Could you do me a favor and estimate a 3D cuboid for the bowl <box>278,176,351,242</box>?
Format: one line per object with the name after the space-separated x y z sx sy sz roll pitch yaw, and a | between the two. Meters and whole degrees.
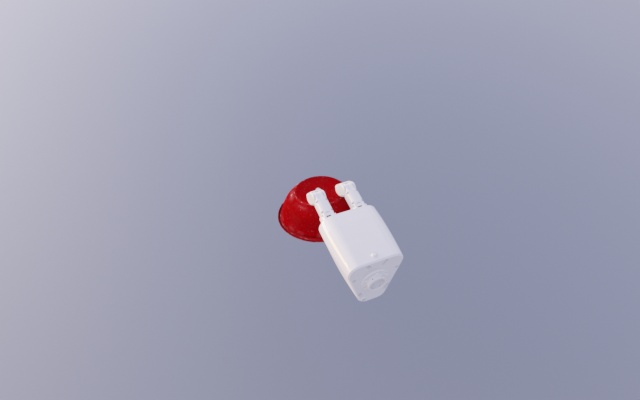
-0.001 0.002 0.871 0.162 0.055 0.162 -3 37 2 | bowl
